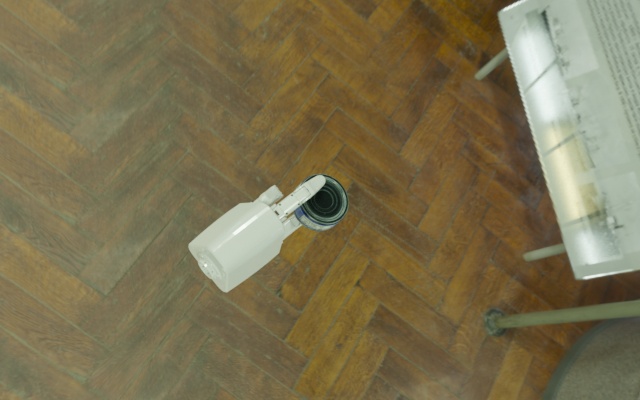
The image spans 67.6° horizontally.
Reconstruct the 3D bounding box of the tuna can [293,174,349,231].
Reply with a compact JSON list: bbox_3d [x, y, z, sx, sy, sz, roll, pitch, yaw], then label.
[{"bbox_3d":[0.000,0.002,0.744,0.086,0.086,0.034,0,-20,-24],"label":"tuna can"}]
